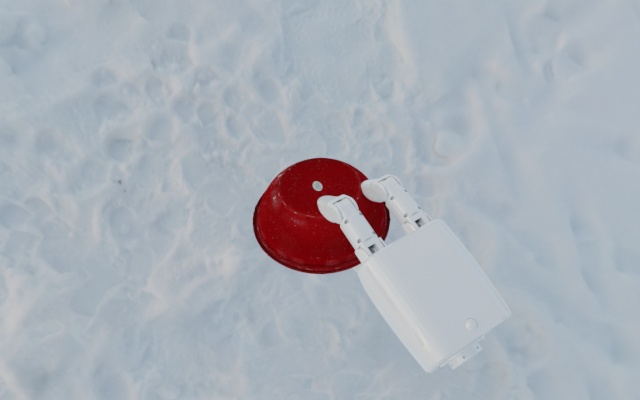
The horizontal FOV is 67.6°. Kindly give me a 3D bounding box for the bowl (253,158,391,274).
[{"bbox_3d":[-0.001,0.001,0.544,0.162,0.162,0.055,0,-42,3],"label":"bowl"}]
